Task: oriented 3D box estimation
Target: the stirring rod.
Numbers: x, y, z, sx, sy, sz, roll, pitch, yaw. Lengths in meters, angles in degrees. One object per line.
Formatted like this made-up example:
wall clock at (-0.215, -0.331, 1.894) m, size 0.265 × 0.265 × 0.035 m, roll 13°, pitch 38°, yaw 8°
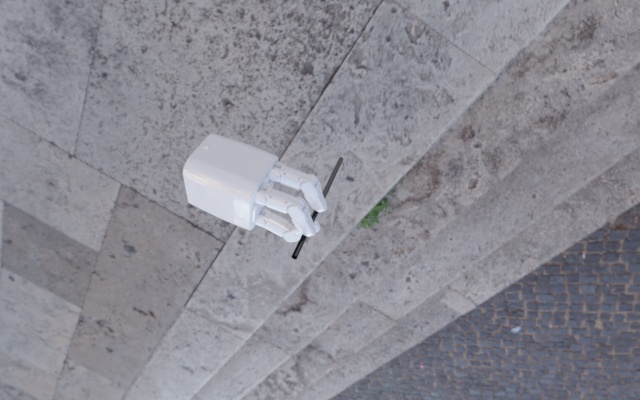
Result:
stirring rod at (0.000, 0.002, 0.723) m, size 0.011 × 0.011 × 0.239 m, roll 0°, pitch 37°, yaw 22°
